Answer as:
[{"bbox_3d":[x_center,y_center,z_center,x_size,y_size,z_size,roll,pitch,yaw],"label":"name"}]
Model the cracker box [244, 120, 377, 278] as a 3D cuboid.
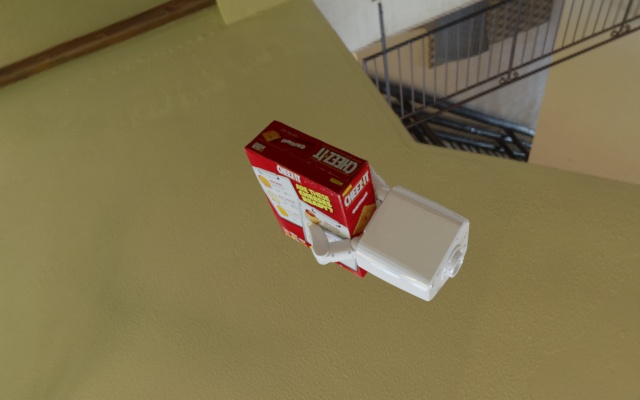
[{"bbox_3d":[0.000,0.002,0.687,0.164,0.072,0.214,27,-26,29],"label":"cracker box"}]
